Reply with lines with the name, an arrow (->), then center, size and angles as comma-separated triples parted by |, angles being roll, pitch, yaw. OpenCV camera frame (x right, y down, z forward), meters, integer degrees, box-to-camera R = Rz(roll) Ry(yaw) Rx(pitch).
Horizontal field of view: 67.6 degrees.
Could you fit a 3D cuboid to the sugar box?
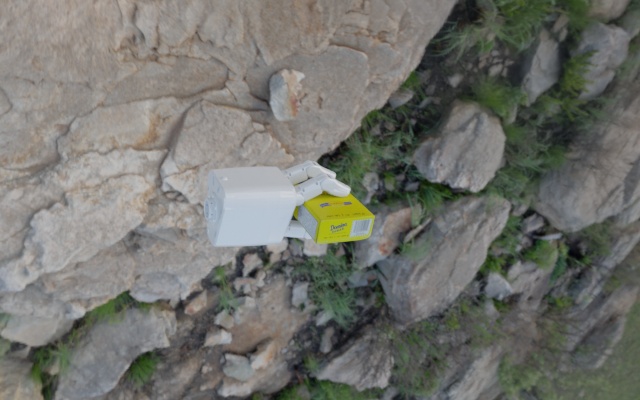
sugar box -> 0.000, 0.002, 0.750 | 0.093, 0.048, 0.176 | -3, 31, -28
